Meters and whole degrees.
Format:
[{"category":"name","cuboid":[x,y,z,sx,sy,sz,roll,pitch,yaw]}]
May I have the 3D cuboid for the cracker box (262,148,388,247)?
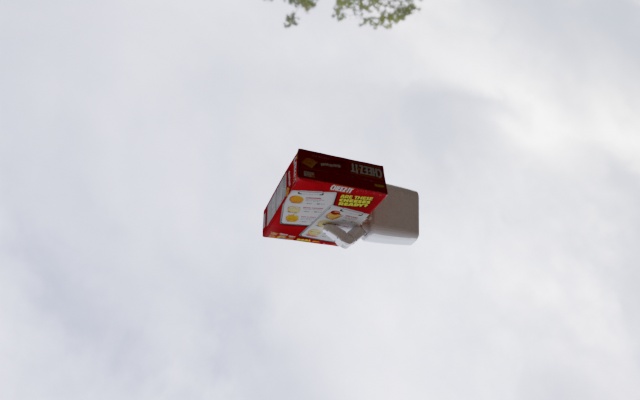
[{"category":"cracker box","cuboid":[0.000,0.003,0.880,0.164,0.072,0.214,9,-34,-20]}]
